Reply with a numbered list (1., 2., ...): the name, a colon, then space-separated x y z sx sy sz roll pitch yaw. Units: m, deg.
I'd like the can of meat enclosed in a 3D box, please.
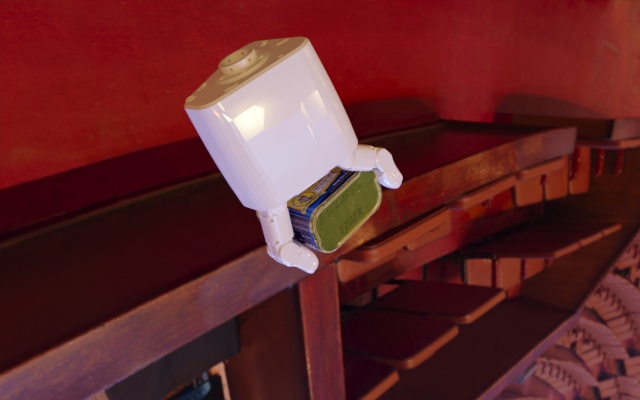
1. can of meat: 0.000 0.002 0.487 0.084 0.057 0.102 14 47 45
